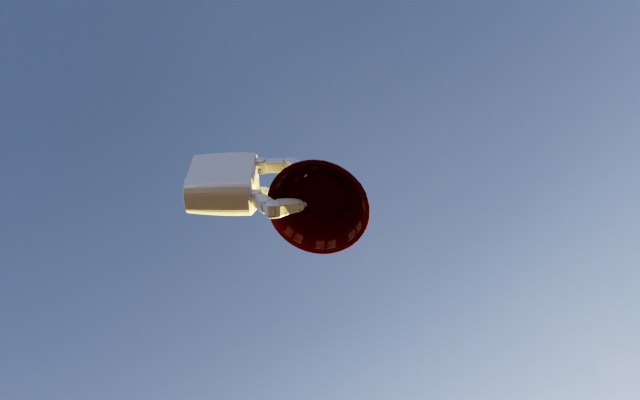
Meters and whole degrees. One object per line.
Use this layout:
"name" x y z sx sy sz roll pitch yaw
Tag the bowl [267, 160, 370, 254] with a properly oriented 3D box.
"bowl" 0.001 0.003 0.754 0.162 0.162 0.055 0 25 13
